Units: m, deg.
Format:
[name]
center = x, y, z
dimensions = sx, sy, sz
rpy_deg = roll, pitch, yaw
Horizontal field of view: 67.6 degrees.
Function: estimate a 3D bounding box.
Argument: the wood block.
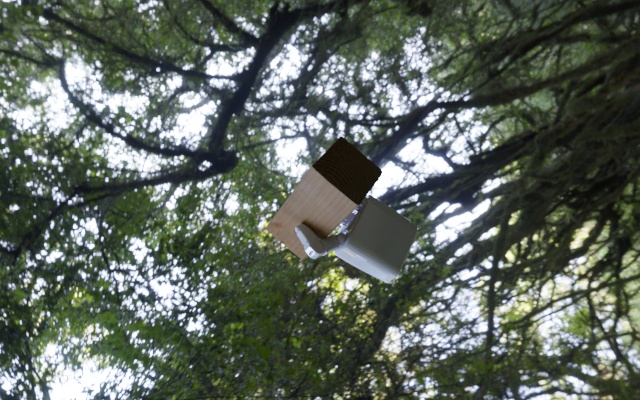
[wood block]
center = 0.000, 0.003, 0.786
dimensions = 0.090, 0.090, 0.206
rpy_deg = -50, 0, -40
